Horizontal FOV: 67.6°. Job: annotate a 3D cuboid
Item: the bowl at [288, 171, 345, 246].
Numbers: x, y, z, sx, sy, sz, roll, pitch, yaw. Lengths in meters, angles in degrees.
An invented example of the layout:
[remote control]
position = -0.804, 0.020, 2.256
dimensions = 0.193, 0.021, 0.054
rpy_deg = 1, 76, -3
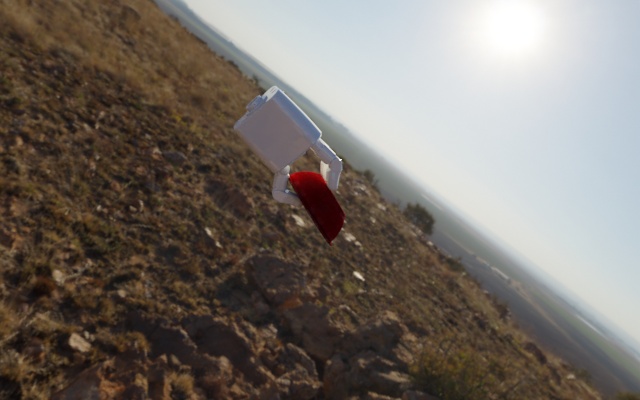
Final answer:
[bowl]
position = 0.001, 0.004, 0.892
dimensions = 0.055, 0.162, 0.162
rpy_deg = -31, -1, 1
